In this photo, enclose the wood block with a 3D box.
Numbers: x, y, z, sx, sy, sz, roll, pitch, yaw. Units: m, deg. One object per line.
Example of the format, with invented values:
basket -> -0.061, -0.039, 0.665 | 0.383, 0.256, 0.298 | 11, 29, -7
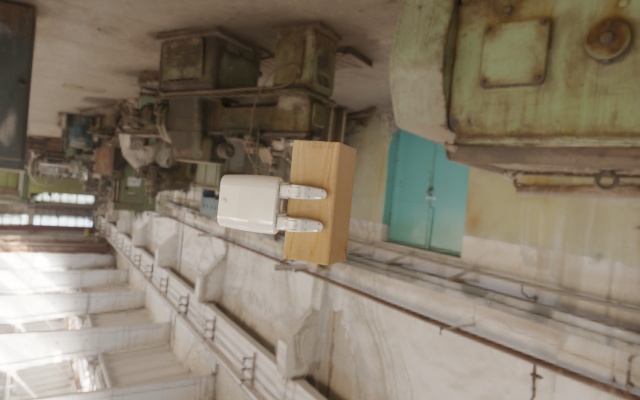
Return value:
wood block -> 0.000, 0.003, 0.849 | 0.090, 0.206, 0.091 | 6, 1, 23
